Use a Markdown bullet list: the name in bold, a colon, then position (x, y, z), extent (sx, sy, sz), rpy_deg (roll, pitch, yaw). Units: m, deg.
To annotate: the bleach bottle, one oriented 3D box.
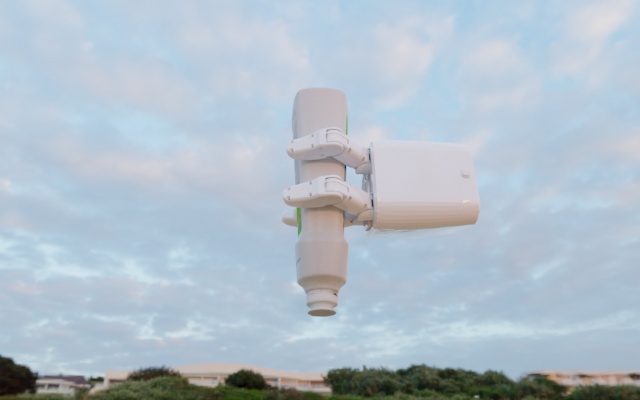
- **bleach bottle**: position (0.000, 0.002, 0.524), extent (0.068, 0.250, 0.103), rpy_deg (0, -28, -2)
